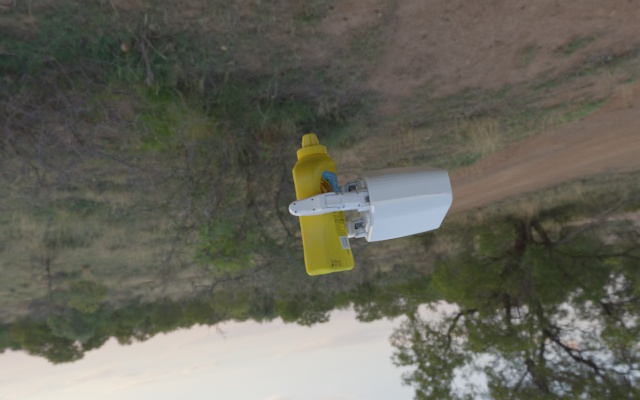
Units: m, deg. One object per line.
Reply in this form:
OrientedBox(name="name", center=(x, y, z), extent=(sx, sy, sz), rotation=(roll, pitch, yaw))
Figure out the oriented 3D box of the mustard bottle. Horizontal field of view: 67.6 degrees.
OrientedBox(name="mustard bottle", center=(0.000, 0.002, 0.648), extent=(0.058, 0.191, 0.096), rotation=(-12, -10, 21))
